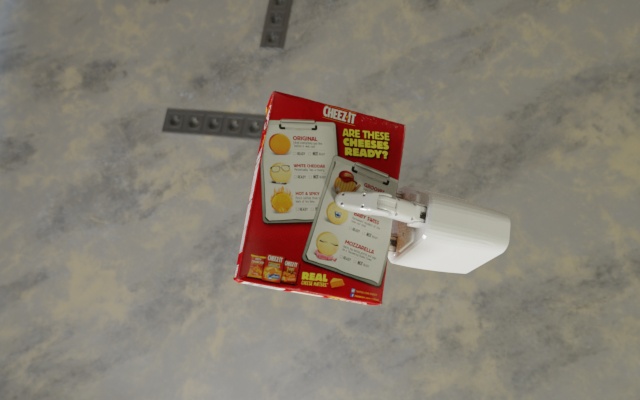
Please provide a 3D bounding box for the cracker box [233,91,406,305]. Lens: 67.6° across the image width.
[{"bbox_3d":[0.000,0.002,0.555,0.164,0.213,0.072,12,-13,-14],"label":"cracker box"}]
